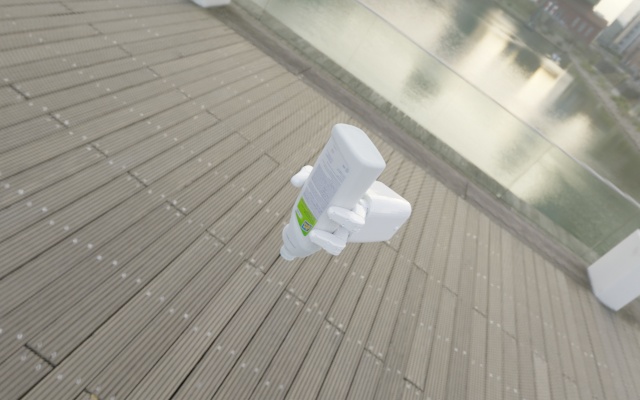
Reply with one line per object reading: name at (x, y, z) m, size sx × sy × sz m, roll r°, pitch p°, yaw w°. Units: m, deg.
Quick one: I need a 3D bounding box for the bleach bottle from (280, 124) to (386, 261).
bleach bottle at (0.000, 0.003, 0.782) m, size 0.068 × 0.102 × 0.251 m, roll 5°, pitch -47°, yaw -40°
